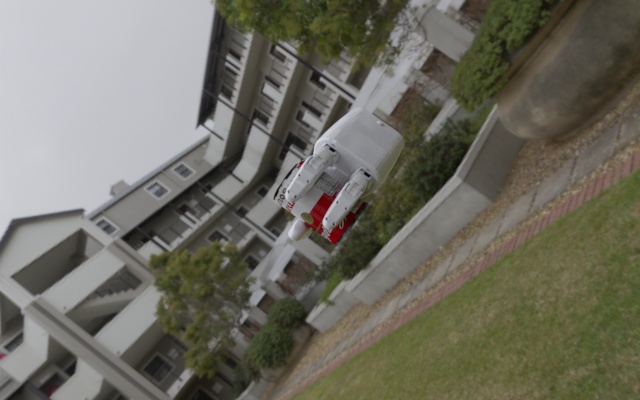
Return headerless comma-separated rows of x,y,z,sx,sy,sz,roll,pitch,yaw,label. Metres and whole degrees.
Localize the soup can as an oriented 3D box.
0.000,0.002,0.604,0.102,0.068,0.068,36,3,4,soup can
